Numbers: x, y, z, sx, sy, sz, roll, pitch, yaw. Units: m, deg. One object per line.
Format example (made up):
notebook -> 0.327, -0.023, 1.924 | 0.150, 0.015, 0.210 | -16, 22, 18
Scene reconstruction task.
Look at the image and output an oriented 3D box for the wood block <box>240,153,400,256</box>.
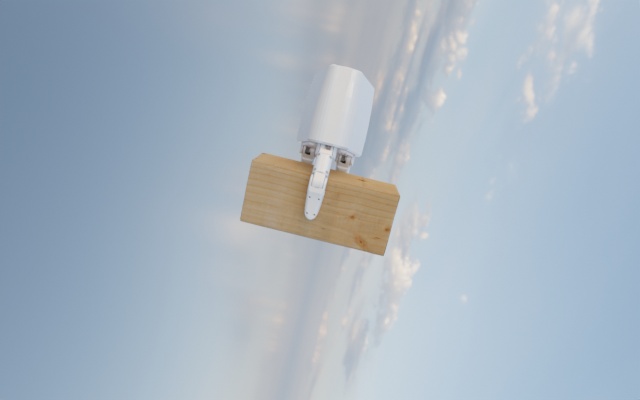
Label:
wood block -> 0.000, 0.002, 0.690 | 0.206, 0.090, 0.091 | 14, 13, 1
